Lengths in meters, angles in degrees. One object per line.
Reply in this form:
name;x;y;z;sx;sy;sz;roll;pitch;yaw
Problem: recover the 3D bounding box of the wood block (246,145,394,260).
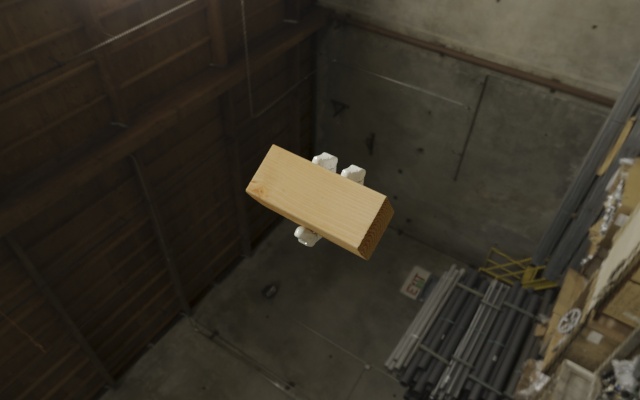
wood block;0.000;0.003;0.757;0.206;0.091;0.090;26;-9;22
